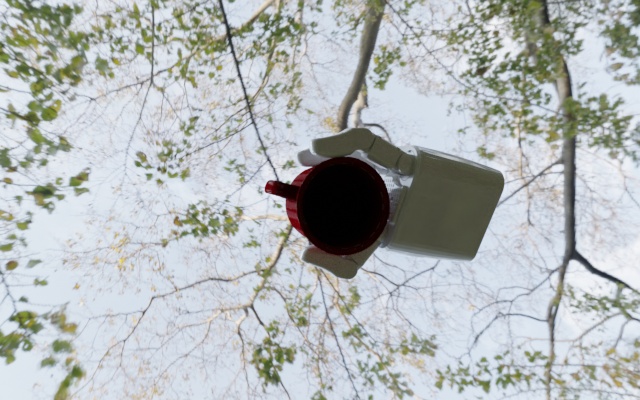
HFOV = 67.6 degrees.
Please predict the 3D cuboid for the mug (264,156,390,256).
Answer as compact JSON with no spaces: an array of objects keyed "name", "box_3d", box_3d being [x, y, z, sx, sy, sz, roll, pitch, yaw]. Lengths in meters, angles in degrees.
[{"name":"mug","box_3d":[-0.001,0.001,0.480,0.117,0.093,0.081,13,-2,-17]}]
